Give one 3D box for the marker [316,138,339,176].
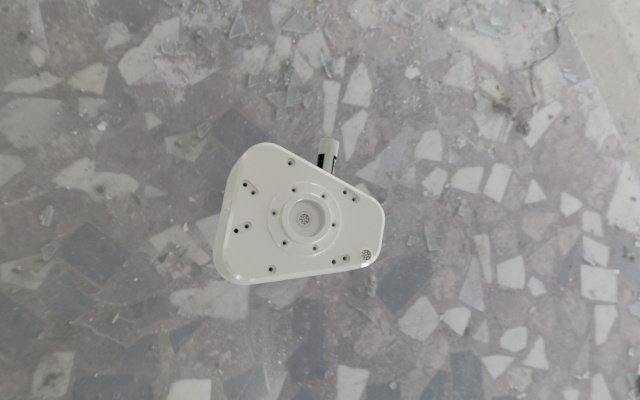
[{"bbox_3d":[0.000,0.001,0.452,0.020,0.121,0.020,8,-9,1],"label":"marker"}]
